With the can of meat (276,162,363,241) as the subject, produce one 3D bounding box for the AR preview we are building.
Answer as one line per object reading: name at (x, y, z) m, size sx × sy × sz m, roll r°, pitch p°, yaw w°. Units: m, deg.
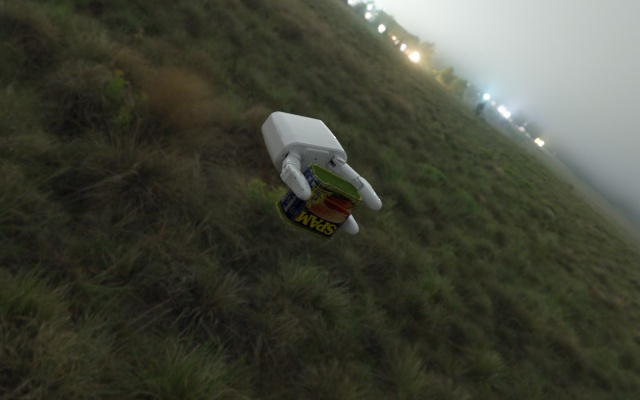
can of meat at (0.000, 0.002, 0.705) m, size 0.102 × 0.084 × 0.057 m, roll 26°, pitch 24°, yaw -33°
